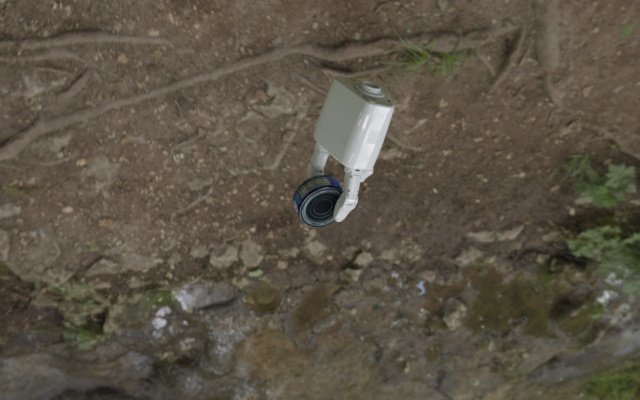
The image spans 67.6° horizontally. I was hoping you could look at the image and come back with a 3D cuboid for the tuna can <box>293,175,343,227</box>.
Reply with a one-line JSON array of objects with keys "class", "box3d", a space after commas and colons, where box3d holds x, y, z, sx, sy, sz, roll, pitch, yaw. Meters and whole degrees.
[{"class": "tuna can", "box3d": [0.000, 0.003, 0.778, 0.086, 0.086, 0.033, 0, 38, -25]}]
